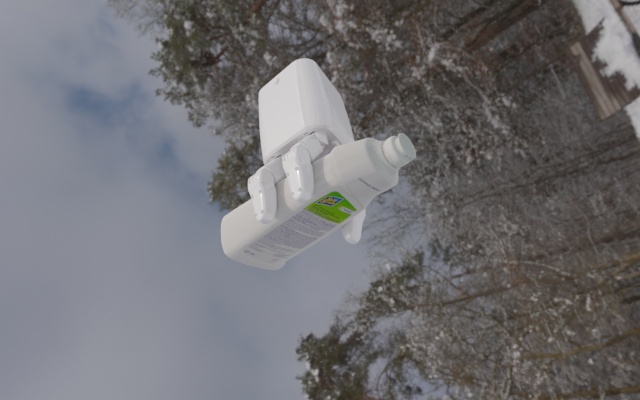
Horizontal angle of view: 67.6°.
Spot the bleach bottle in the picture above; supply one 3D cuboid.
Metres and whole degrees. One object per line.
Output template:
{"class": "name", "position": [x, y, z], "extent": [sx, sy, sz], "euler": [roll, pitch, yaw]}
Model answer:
{"class": "bleach bottle", "position": [0.000, 0.002, 0.537], "extent": [0.251, 0.068, 0.102], "euler": [-30, -34, 34]}
